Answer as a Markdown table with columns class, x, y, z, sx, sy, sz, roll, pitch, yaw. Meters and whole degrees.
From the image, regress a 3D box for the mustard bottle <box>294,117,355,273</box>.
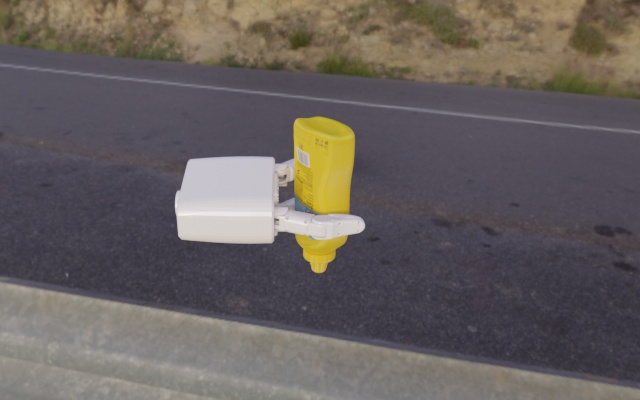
| class | x | y | z | sx | sy | sz | roll | pitch | yaw |
| --- | --- | --- | --- | --- | --- | --- | --- | --- | --- |
| mustard bottle | 0.000 | 0.002 | 0.579 | 0.058 | 0.192 | 0.096 | -10 | 26 | -27 |
